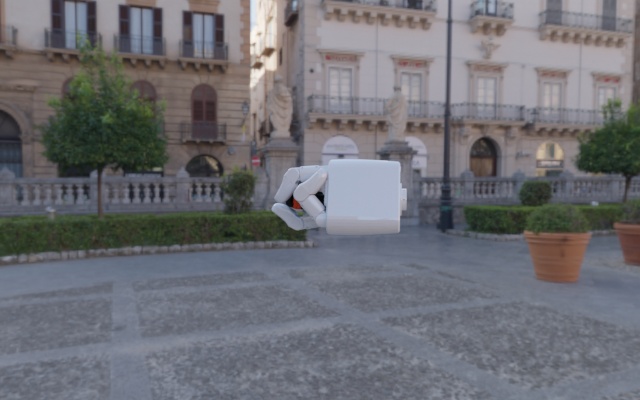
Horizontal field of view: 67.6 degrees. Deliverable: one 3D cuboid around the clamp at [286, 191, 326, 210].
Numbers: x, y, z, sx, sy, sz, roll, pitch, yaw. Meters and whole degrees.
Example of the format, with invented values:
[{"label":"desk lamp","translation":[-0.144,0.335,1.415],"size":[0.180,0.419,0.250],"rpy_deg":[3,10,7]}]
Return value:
[{"label":"clamp","translation":[0.000,0.002,0.805],"size":[0.120,0.039,0.171],"rpy_deg":[0,2,9]}]
